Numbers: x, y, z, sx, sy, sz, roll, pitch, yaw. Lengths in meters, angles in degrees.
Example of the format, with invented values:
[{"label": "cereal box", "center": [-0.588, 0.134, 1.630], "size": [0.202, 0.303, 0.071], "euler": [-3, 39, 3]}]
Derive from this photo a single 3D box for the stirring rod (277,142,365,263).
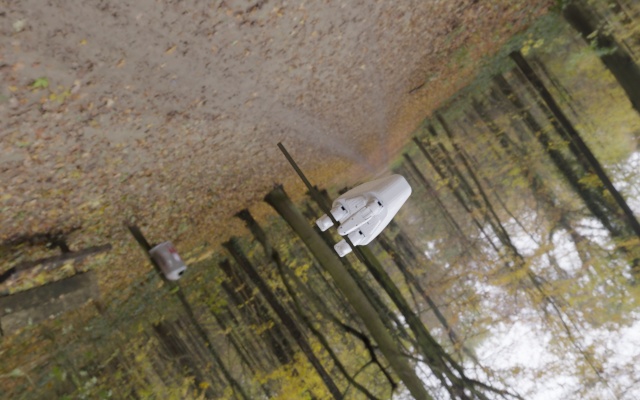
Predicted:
[{"label": "stirring rod", "center": [0.000, 0.002, 0.790], "size": [0.011, 0.239, 0.011], "euler": [-35, -2, -2]}]
